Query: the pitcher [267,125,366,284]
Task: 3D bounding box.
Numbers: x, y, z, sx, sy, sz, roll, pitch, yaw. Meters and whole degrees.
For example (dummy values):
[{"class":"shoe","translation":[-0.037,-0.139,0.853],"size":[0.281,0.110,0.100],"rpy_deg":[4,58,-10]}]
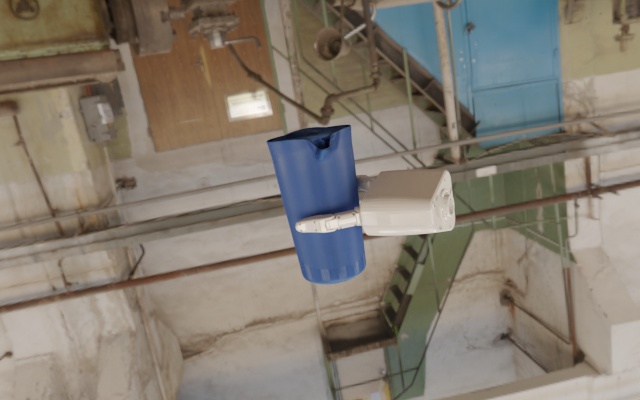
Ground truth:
[{"class":"pitcher","translation":[0.000,0.003,0.775],"size":[0.145,0.243,0.149],"rpy_deg":[-3,15,30]}]
